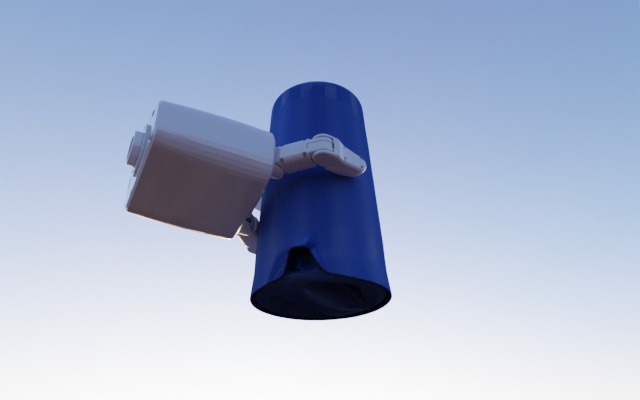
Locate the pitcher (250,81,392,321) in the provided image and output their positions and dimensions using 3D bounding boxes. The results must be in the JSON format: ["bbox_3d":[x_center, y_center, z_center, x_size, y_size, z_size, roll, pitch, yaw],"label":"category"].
[{"bbox_3d":[0.000,0.002,0.515,0.145,0.242,0.149,16,-34,-26],"label":"pitcher"}]
